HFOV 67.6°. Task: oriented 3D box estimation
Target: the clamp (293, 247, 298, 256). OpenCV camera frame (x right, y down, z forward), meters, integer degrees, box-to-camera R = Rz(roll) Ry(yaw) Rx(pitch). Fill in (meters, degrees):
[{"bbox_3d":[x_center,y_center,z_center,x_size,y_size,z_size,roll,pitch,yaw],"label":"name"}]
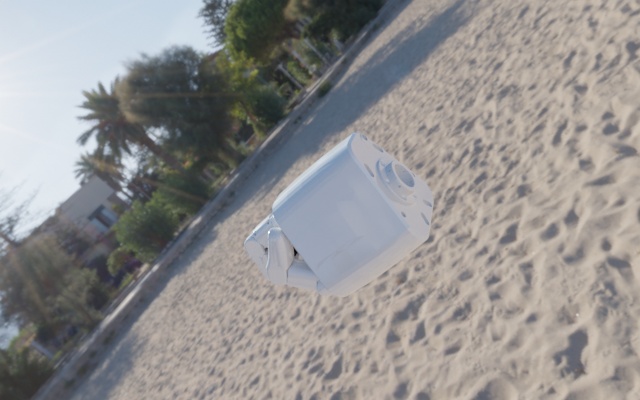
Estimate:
[{"bbox_3d":[0.000,0.001,0.548,0.120,0.039,0.171,-40,13,33],"label":"clamp"}]
